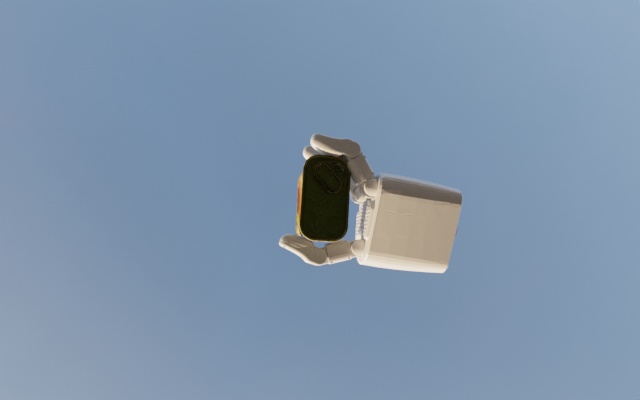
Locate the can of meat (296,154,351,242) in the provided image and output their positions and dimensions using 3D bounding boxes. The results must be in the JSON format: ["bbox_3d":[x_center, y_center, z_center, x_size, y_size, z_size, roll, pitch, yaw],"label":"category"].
[{"bbox_3d":[0.000,0.002,0.595,0.057,0.102,0.084,4,-8,-8],"label":"can of meat"}]
